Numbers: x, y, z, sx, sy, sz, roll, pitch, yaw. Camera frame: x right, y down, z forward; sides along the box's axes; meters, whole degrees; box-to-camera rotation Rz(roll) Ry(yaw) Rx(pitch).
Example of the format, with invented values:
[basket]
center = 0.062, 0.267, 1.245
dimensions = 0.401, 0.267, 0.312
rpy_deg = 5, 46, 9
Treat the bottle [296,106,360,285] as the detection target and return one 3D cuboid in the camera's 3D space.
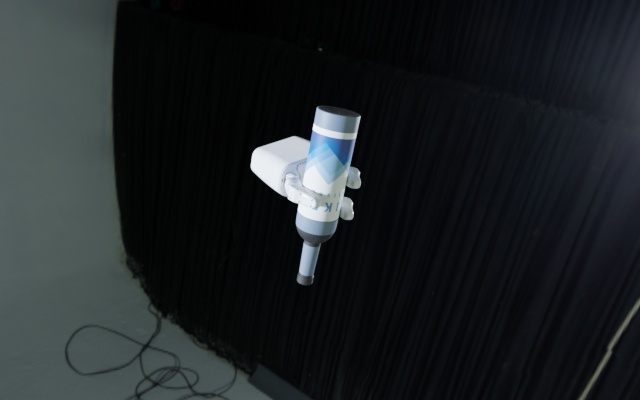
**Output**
[bottle]
center = 0.000, 0.002, 0.763
dimensions = 0.069, 0.296, 0.069
rpy_deg = 10, 20, -4
